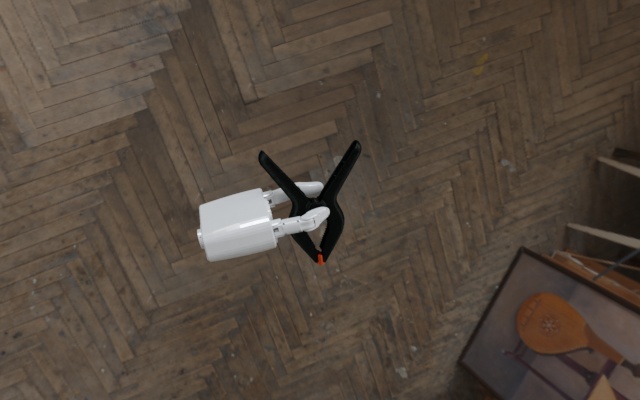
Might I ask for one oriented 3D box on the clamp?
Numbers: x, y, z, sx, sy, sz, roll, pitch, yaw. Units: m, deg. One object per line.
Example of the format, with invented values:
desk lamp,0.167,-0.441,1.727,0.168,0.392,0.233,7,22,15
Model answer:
clamp,0.000,0.003,0.781,0.164,0.210,0.036,-13,19,-5
